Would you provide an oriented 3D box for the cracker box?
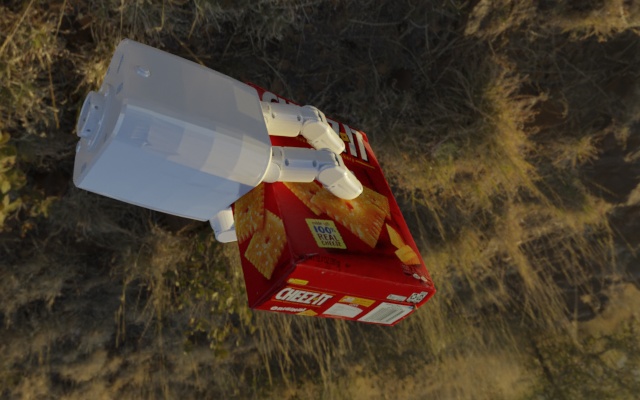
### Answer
[{"bbox_3d":[0.000,0.002,0.449,0.164,0.213,0.072,17,-50,-37],"label":"cracker box"}]
